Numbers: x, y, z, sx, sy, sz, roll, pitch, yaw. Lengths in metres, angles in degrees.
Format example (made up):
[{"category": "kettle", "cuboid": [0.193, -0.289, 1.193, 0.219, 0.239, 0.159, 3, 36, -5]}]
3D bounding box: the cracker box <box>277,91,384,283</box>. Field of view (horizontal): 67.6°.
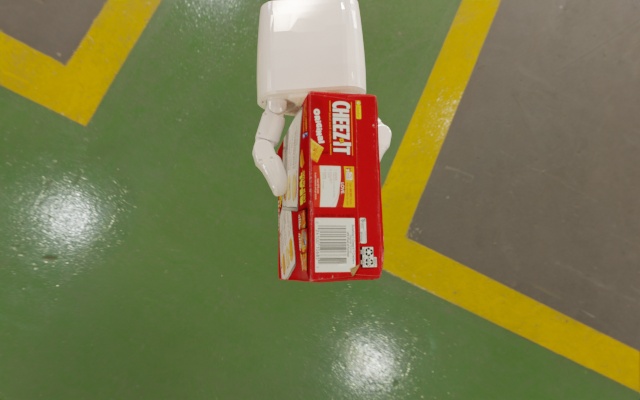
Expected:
[{"category": "cracker box", "cuboid": [0.000, 0.002, 0.502, 0.072, 0.164, 0.214, 1, -9, -12]}]
